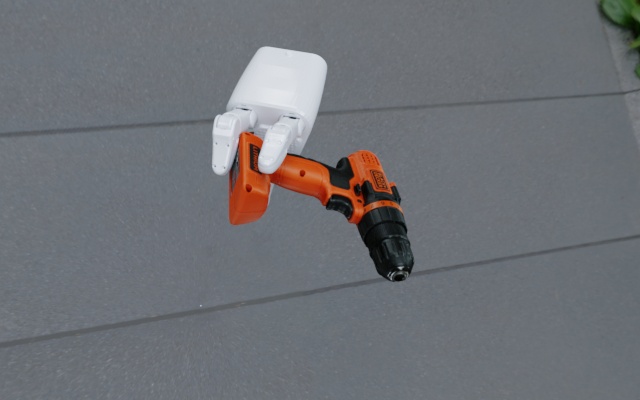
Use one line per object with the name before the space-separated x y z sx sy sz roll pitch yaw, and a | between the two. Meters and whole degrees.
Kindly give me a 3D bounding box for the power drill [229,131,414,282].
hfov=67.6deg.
power drill | 0.000 0.001 0.504 0.187 0.057 0.184 12 37 -22
